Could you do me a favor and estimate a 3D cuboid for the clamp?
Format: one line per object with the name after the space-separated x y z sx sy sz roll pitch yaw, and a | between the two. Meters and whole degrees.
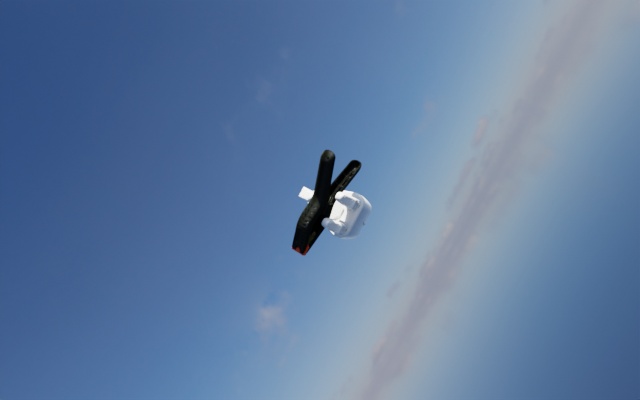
-0.001 0.003 0.878 0.036 0.210 0.164 30 2 22 | clamp
